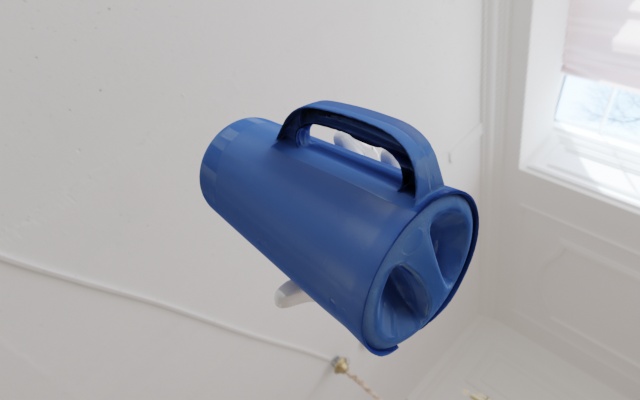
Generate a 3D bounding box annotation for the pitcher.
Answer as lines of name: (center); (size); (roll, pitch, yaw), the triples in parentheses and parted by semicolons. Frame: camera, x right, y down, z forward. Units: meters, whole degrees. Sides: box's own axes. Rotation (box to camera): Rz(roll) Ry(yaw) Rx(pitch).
pitcher: (0.000, 0.001, 0.410); (0.242, 0.149, 0.145); (30, 0, 39)
